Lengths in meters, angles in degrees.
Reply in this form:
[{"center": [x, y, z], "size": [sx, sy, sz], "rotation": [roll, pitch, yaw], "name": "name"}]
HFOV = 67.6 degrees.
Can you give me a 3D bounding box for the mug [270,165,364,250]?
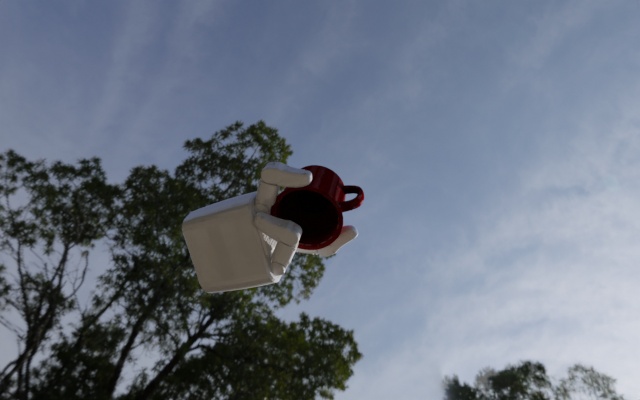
[{"center": [0.001, 0.002, 0.625], "size": [0.117, 0.093, 0.081], "rotation": [-13, 25, 17], "name": "mug"}]
